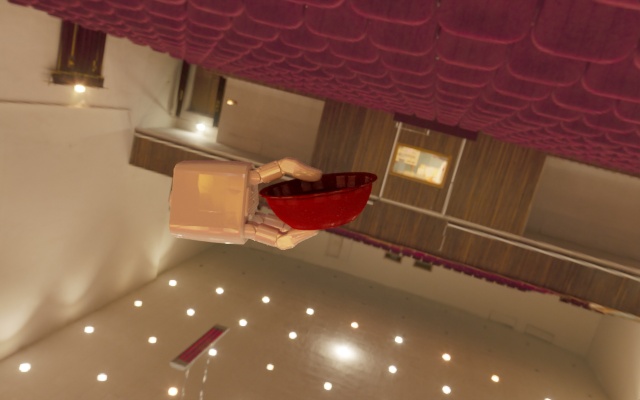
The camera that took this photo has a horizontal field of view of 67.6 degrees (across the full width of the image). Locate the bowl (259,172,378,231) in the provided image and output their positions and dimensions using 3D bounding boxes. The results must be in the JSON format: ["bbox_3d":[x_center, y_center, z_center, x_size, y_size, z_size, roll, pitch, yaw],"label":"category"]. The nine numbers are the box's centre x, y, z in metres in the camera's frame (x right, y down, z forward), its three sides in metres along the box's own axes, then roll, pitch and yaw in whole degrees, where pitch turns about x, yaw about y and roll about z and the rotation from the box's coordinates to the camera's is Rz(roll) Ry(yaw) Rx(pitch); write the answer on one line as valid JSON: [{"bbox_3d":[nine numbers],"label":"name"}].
[{"bbox_3d":[0.001,0.002,0.649,0.162,0.055,0.162,-8,11,2],"label":"bowl"}]
